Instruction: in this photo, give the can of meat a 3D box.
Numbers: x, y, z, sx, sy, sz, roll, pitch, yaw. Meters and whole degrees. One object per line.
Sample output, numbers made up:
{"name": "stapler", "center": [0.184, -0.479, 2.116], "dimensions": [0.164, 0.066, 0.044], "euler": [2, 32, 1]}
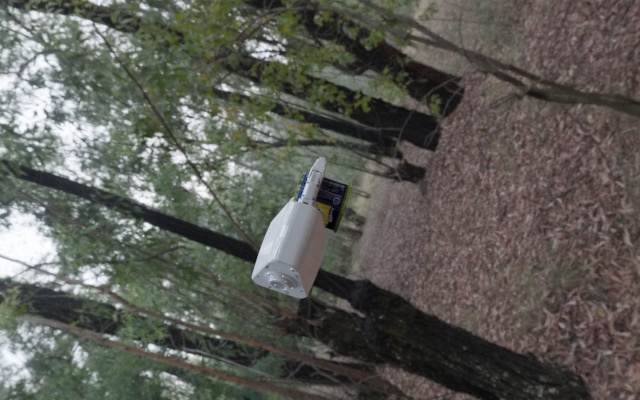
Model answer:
{"name": "can of meat", "center": [0.000, 0.002, 0.802], "dimensions": [0.084, 0.057, 0.102], "euler": [17, -31, 2]}
